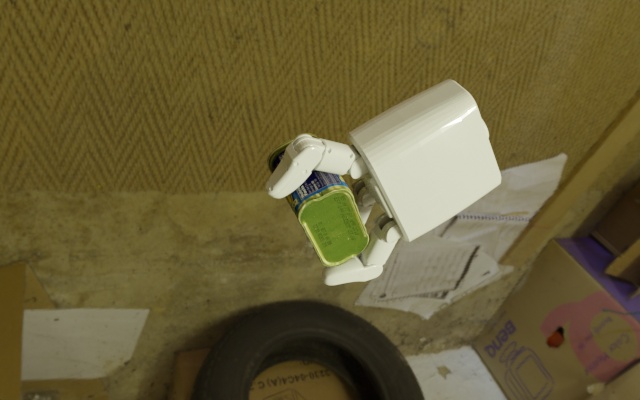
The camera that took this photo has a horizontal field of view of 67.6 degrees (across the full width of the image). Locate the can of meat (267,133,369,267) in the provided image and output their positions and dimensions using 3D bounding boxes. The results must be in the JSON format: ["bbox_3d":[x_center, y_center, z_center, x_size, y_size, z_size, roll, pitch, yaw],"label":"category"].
[{"bbox_3d":[0.000,0.002,0.452,0.057,0.102,0.084,-28,46,-2],"label":"can of meat"}]
